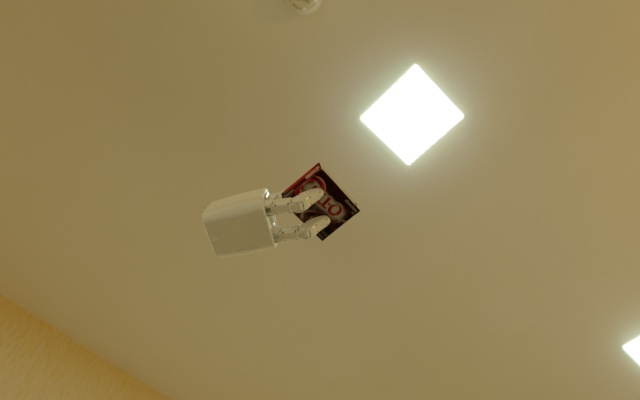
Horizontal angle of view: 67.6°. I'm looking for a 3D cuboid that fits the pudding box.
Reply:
[{"bbox_3d":[0.000,0.003,0.840,0.090,0.113,0.039,-39,27,12],"label":"pudding box"}]
